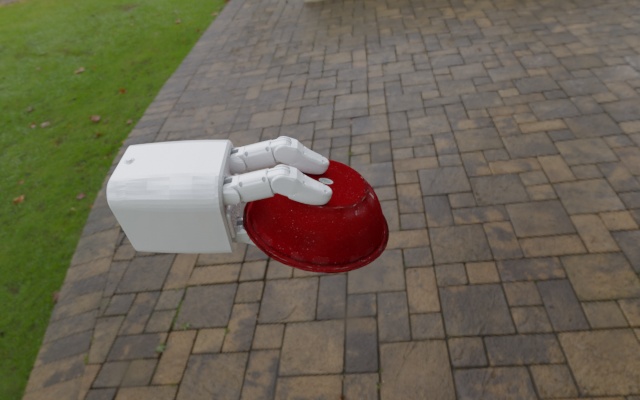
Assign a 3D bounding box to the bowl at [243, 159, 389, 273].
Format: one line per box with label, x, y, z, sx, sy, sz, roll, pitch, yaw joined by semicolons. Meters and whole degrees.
bowl;0.001;0.001;0.509;0.162;0.055;0.162;7;36;-5
